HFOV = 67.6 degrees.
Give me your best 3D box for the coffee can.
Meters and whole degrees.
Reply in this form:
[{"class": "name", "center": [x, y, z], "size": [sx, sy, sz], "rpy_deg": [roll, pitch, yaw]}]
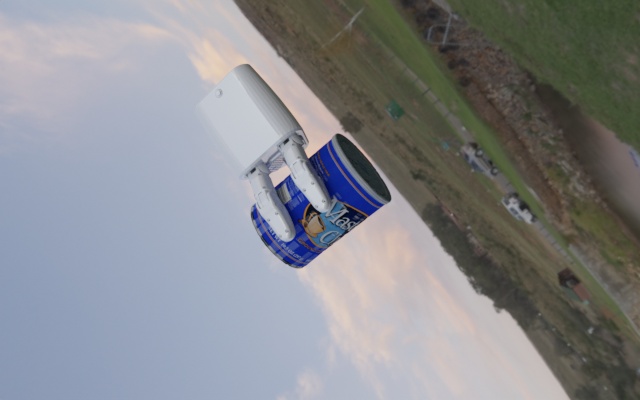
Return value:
[{"class": "coffee can", "center": [0.000, 0.002, 0.583], "size": [0.140, 0.103, 0.103], "rpy_deg": [-39, -14, 17]}]
